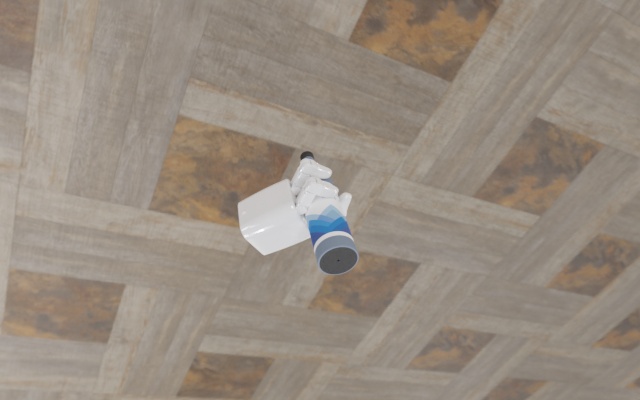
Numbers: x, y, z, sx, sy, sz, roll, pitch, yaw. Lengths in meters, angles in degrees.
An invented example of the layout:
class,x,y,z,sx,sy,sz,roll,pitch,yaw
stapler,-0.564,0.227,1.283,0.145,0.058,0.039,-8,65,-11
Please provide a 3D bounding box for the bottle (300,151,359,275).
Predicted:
class,x,y,z,sx,sy,sz,roll,pitch,yaw
bottle,0.000,0.003,0.863,0.069,0.069,0.295,0,39,-14
